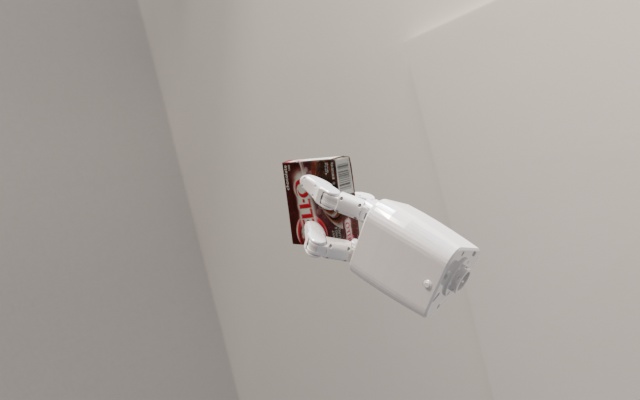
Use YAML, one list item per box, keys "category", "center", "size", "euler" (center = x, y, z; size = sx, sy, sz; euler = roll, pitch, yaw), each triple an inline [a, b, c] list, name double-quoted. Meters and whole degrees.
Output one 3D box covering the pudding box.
- category: "pudding box"
  center: [0.000, 0.002, 0.609]
  size: [0.090, 0.113, 0.039]
  euler: [0, 8, 40]
